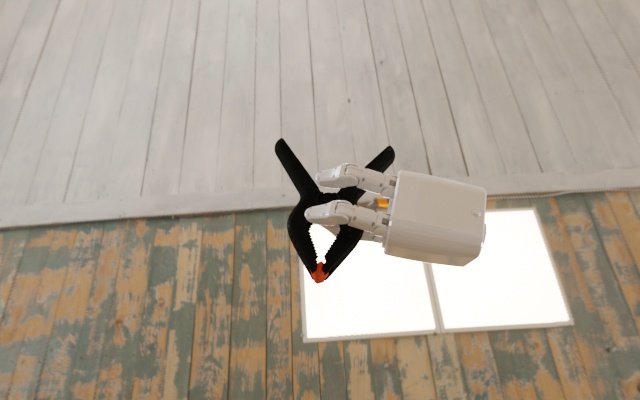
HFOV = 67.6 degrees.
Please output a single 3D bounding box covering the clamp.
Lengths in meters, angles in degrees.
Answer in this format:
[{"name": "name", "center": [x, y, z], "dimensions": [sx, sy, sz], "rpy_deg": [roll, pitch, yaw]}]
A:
[{"name": "clamp", "center": [0.000, 0.003, 0.611], "dimensions": [0.164, 0.209, 0.036], "rpy_deg": [10, -31, 9]}]
